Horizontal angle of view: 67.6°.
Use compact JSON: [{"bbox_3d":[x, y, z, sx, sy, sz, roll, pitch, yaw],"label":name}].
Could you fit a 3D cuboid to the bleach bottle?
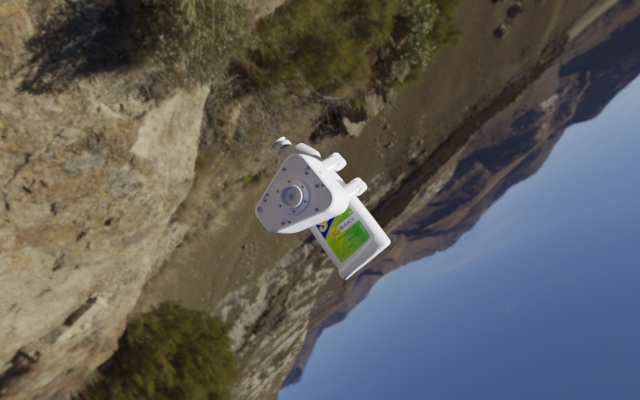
[{"bbox_3d":[0.000,0.003,0.795,0.102,0.251,0.068,-41,-9,9],"label":"bleach bottle"}]
